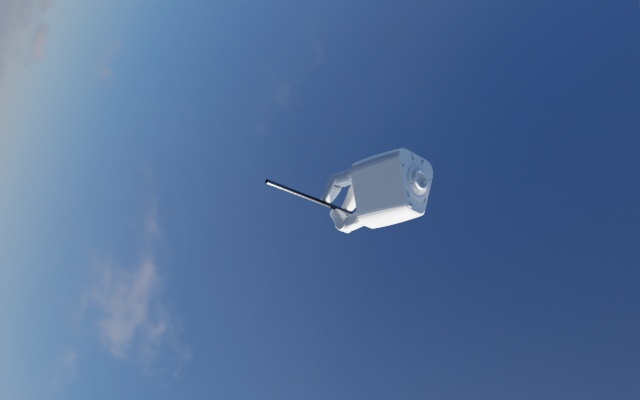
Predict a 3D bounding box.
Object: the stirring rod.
[{"bbox_3d":[0.000,0.003,0.862,0.239,0.011,0.011,21,-13,-37],"label":"stirring rod"}]
